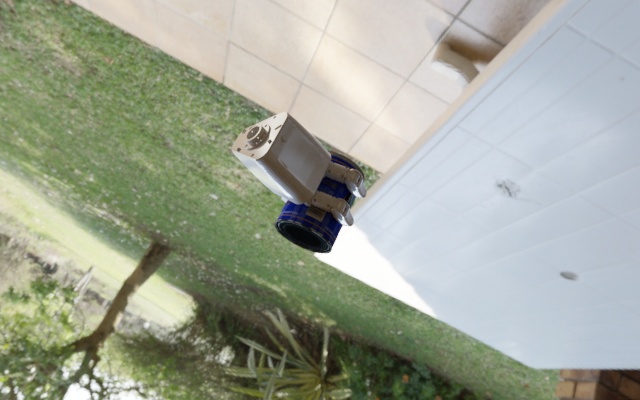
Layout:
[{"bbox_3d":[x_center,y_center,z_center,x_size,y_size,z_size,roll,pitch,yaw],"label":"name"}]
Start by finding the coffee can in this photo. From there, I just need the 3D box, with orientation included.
[{"bbox_3d":[0.000,0.003,0.791,0.103,0.140,0.103,22,-24,10],"label":"coffee can"}]
